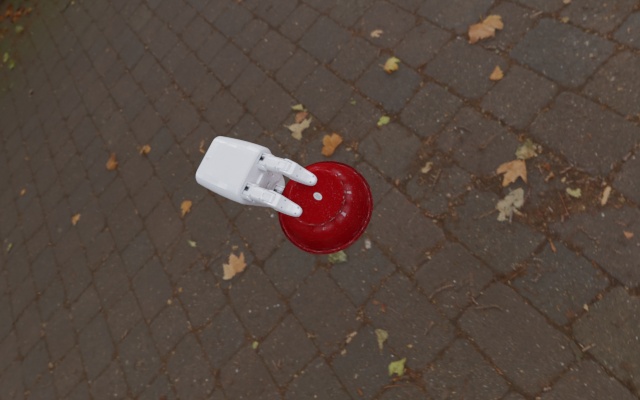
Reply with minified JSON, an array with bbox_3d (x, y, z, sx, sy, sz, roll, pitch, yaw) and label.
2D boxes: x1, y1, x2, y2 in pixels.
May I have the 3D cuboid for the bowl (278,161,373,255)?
[{"bbox_3d":[0.001,0.003,0.763,0.162,0.162,0.055,0,-17,15],"label":"bowl"}]
